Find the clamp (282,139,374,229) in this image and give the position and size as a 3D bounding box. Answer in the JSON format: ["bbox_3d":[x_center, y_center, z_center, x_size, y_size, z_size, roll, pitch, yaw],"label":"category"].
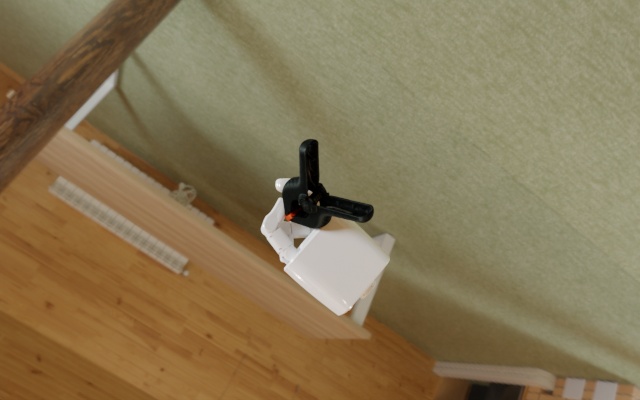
[{"bbox_3d":[0.000,0.002,0.620,0.039,0.120,0.171,-36,-8,-26],"label":"clamp"}]
